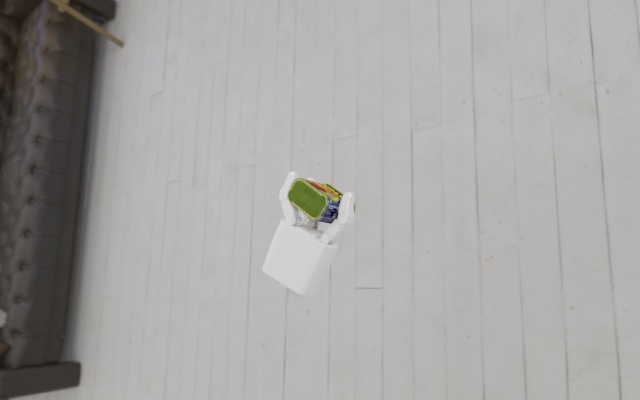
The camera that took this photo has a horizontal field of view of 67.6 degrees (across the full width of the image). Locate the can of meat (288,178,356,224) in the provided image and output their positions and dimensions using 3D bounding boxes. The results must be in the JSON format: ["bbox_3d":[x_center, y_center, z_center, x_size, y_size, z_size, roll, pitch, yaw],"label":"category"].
[{"bbox_3d":[0.000,0.003,0.884,0.102,0.057,0.084,37,15,38],"label":"can of meat"}]
